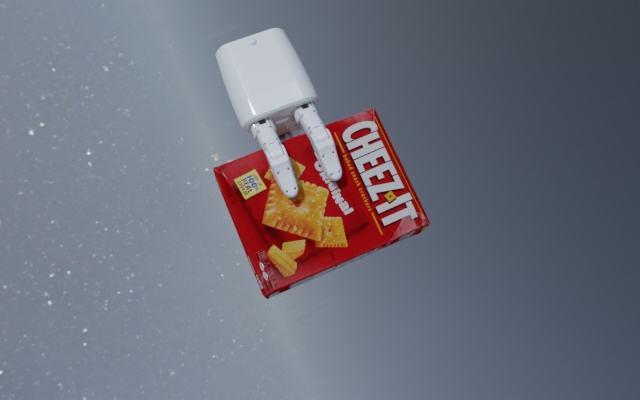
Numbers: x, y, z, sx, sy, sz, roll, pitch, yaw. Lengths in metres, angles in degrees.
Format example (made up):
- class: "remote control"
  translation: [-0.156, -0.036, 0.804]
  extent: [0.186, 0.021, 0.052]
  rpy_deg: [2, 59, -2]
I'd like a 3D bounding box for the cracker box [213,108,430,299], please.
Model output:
- class: "cracker box"
  translation: [0.000, 0.002, 0.585]
  extent: [0.213, 0.164, 0.072]
  rpy_deg: [-22, -10, -10]
